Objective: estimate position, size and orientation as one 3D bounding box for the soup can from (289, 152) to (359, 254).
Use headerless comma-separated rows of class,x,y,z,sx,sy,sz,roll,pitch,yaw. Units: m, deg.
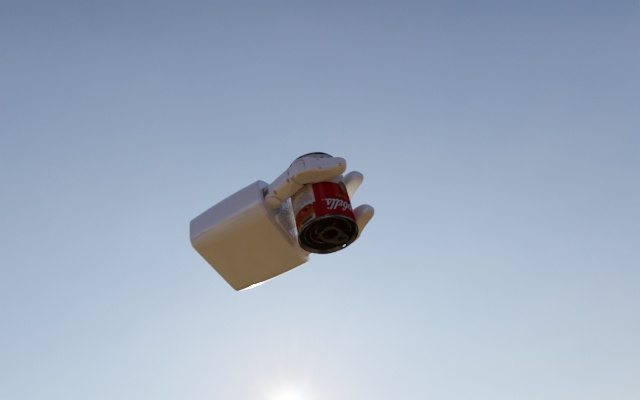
soup can,0.000,0.001,0.554,0.068,0.102,0.069,-8,-41,-7
